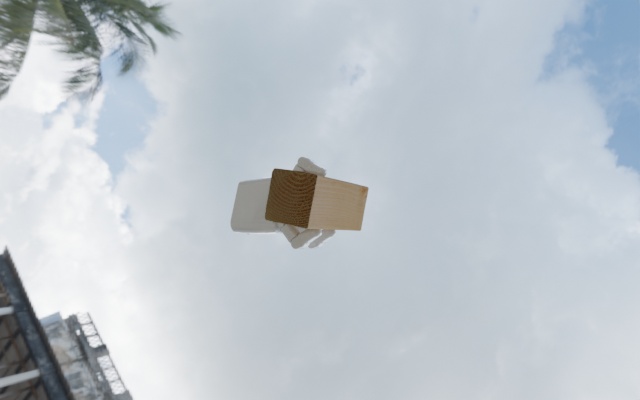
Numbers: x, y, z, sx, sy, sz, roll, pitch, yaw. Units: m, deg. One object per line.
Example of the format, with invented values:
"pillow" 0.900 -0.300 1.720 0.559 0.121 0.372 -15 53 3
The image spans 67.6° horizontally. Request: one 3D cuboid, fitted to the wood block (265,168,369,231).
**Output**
"wood block" 0.000 0.002 0.868 0.090 0.091 0.206 10 1 29
